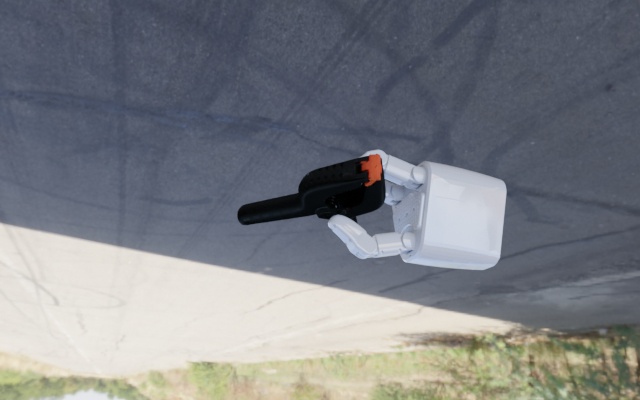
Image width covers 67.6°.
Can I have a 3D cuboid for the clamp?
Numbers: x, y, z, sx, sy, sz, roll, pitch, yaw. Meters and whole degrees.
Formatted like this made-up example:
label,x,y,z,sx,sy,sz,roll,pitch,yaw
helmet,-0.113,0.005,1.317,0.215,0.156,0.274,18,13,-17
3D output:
label,x,y,z,sx,sy,sz,roll,pitch,yaw
clamp,0.000,0.002,0.535,0.164,0.036,0.210,8,-23,-16
